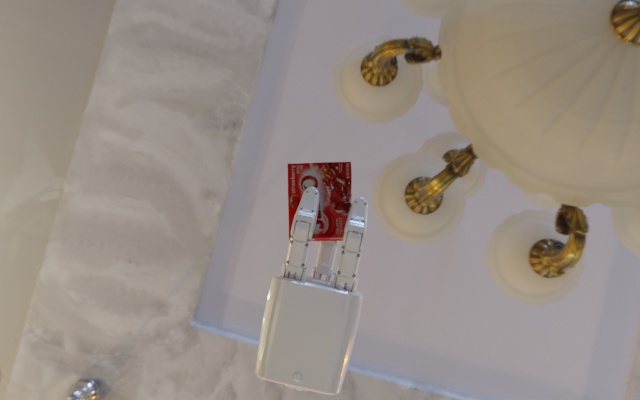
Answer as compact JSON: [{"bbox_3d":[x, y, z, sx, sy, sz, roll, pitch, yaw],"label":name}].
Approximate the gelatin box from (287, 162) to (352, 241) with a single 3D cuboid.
[{"bbox_3d":[0.000,0.002,0.545,0.073,0.089,0.030,-2,-12,3],"label":"gelatin box"}]
